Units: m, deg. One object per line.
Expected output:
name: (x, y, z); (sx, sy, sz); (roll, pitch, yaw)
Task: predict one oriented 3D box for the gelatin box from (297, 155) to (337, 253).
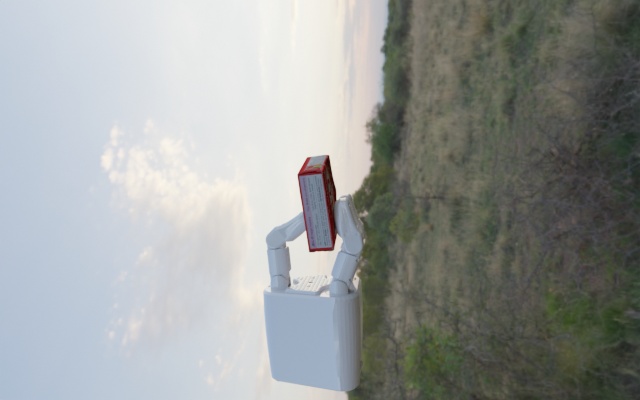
gelatin box: (0.000, 0.001, 0.519); (0.030, 0.089, 0.073); (-6, 18, 9)
